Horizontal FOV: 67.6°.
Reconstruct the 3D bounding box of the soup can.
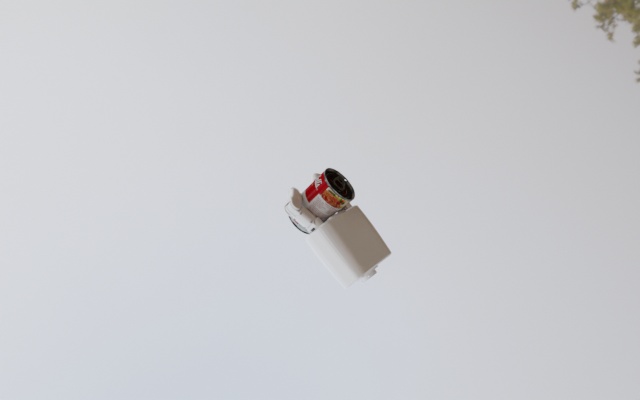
[{"bbox_3d":[0.000,0.002,0.811,0.102,0.068,0.068,-43,-24,28],"label":"soup can"}]
